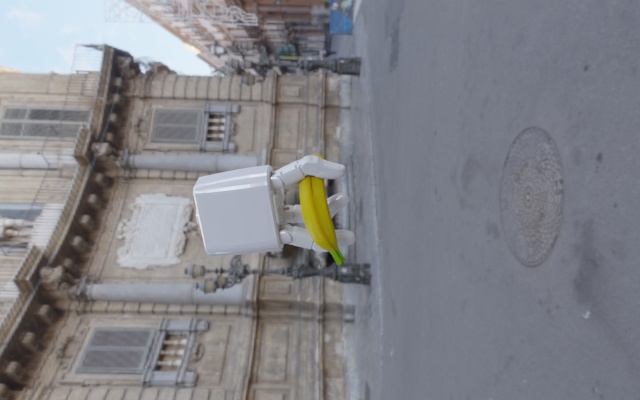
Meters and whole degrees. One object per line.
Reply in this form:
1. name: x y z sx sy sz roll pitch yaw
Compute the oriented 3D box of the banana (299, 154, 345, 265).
1. banana: -0.006 -0.006 0.660 0.037 0.197 0.070 -17 -40 11
